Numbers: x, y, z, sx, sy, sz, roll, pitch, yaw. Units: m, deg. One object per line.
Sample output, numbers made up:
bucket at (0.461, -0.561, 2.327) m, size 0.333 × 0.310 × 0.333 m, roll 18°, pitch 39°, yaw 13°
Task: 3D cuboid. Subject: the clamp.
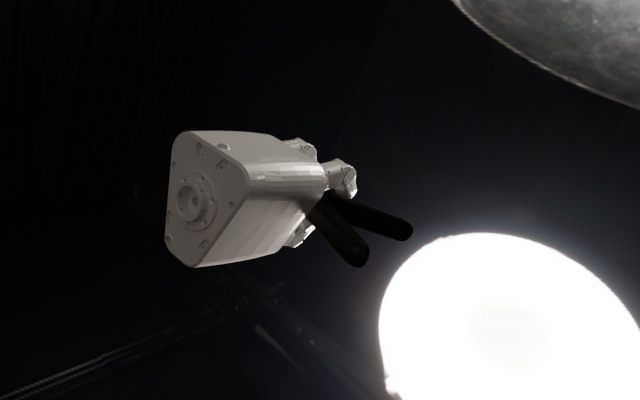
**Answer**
clamp at (-0.001, 0.002, 0.531) m, size 0.210 × 0.036 × 0.164 m, roll 32°, pitch 17°, yaw 27°
